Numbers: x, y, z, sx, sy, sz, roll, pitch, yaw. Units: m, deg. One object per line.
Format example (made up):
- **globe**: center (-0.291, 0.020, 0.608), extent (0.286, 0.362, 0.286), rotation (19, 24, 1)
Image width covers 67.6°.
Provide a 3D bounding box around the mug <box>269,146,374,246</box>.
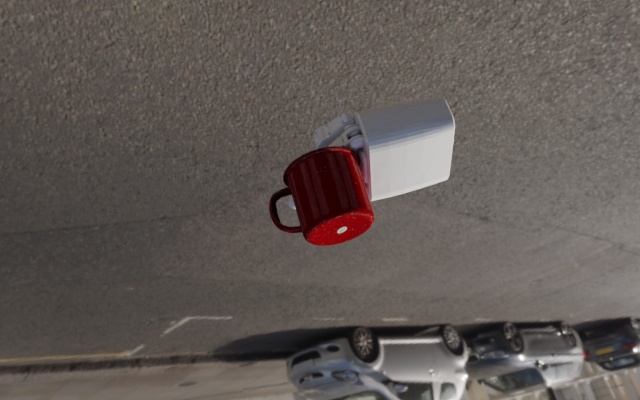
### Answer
- **mug**: center (-0.001, 0.002, 0.537), extent (0.117, 0.081, 0.093), rotation (-15, -26, -3)
